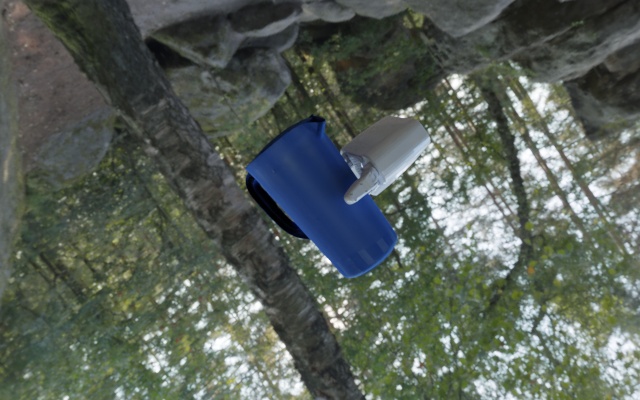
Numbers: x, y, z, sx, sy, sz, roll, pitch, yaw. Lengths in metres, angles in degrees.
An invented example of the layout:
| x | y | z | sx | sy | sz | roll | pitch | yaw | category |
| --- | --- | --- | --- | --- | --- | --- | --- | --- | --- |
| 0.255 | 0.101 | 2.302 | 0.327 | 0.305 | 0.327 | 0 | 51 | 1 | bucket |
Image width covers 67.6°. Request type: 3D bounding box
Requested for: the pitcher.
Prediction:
| x | y | z | sx | sy | sz | roll | pitch | yaw | category |
| --- | --- | --- | --- | --- | --- | --- | --- | --- | --- |
| 0.000 | 0.002 | 0.745 | 0.145 | 0.243 | 0.149 | -40 | 7 | -11 | pitcher |
